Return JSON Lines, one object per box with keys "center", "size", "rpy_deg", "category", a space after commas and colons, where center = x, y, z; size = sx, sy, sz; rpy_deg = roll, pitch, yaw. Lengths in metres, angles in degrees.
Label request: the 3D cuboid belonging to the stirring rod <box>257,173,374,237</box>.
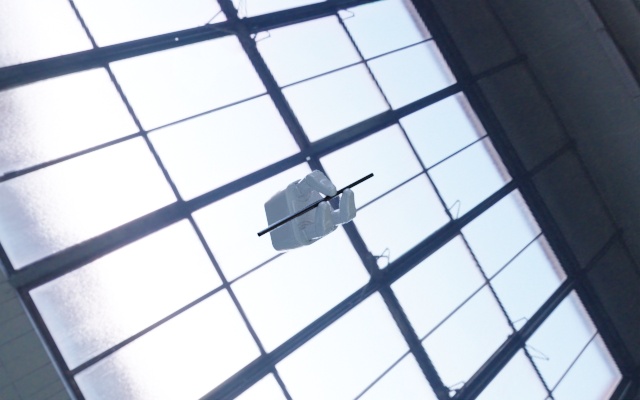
{"center": [0.000, 0.002, 0.745], "size": [0.239, 0.011, 0.011], "rpy_deg": [-28, 16, -34], "category": "stirring rod"}
